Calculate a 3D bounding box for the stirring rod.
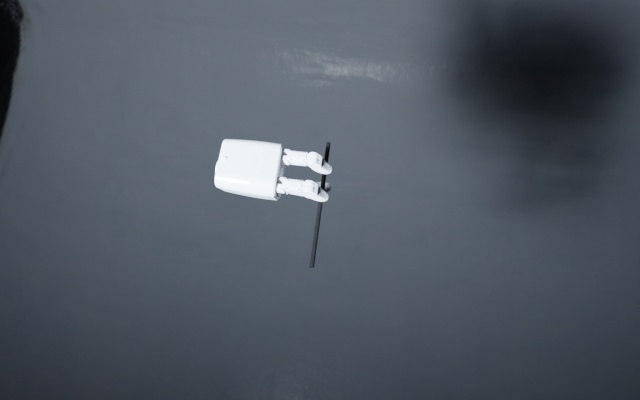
[{"bbox_3d":[0.000,0.003,0.855,0.011,0.239,0.011,7,-21,3],"label":"stirring rod"}]
